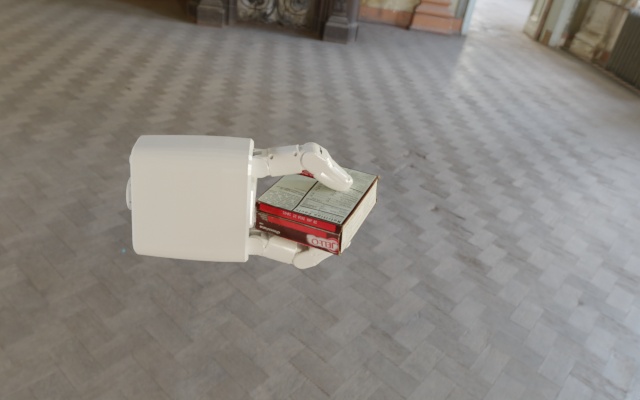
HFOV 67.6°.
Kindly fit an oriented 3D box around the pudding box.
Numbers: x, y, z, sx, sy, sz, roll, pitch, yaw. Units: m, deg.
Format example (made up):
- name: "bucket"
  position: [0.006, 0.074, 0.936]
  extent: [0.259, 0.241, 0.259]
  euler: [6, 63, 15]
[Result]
- name: "pudding box"
  position: [0.000, 0.001, 0.479]
  extent: [0.090, 0.039, 0.113]
  euler: [17, 35, 18]
